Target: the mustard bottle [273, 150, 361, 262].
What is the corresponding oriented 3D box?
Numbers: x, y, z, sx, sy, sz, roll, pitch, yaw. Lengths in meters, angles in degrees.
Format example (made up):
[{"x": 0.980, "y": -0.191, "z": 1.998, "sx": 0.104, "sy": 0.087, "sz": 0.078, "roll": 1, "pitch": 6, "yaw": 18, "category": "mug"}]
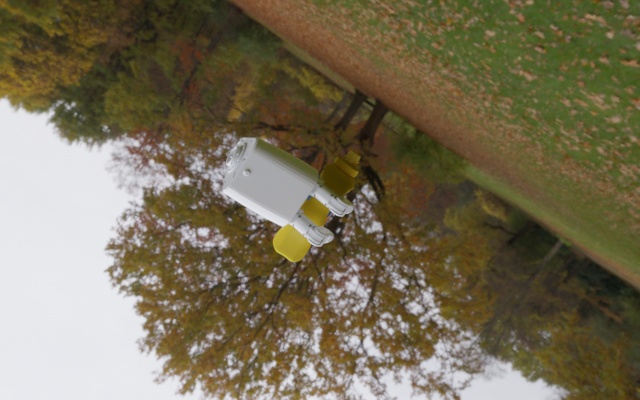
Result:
[{"x": 0.000, "y": 0.003, "z": 0.754, "sx": 0.058, "sy": 0.191, "sz": 0.096, "roll": 35, "pitch": 11, "yaw": 0, "category": "mustard bottle"}]
